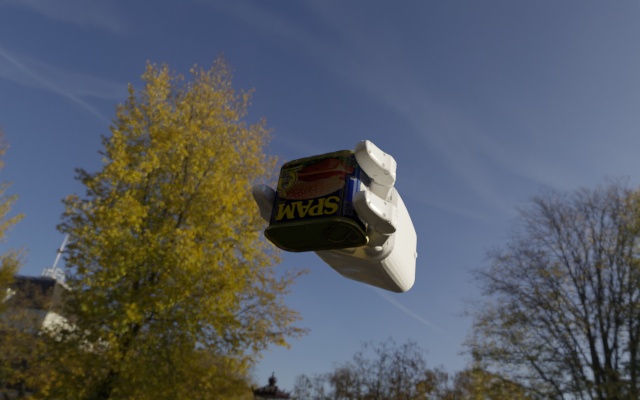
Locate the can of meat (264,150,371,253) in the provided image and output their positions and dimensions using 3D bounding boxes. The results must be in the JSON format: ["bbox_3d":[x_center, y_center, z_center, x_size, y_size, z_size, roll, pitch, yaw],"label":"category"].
[{"bbox_3d":[0.000,0.001,0.489,0.102,0.084,0.057,-8,-34,27],"label":"can of meat"}]
